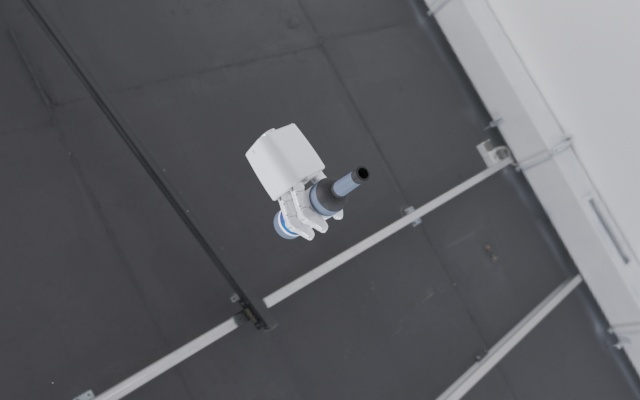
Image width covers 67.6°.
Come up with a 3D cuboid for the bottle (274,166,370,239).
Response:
[{"bbox_3d":[0.000,0.003,0.885,0.069,0.069,0.296,0,-18,-29],"label":"bottle"}]
